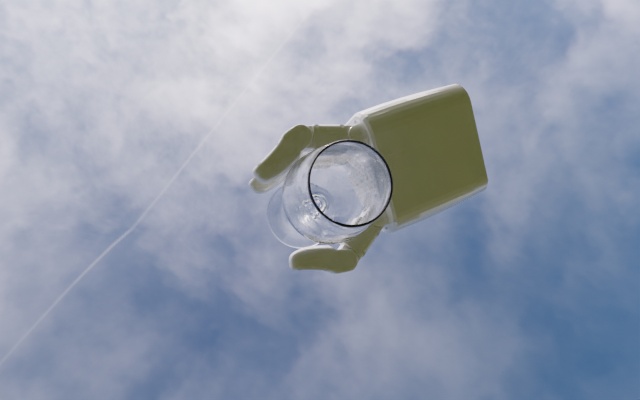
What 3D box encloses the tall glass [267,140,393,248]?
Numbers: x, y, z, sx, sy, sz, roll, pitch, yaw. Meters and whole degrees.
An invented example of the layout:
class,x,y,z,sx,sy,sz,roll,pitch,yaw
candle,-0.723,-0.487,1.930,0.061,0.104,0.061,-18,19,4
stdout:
class,x,y,z,sx,sy,sz,roll,pitch,yaw
tall glass,0.000,0.002,0.424,0.079,0.079,0.201,0,-8,-12
